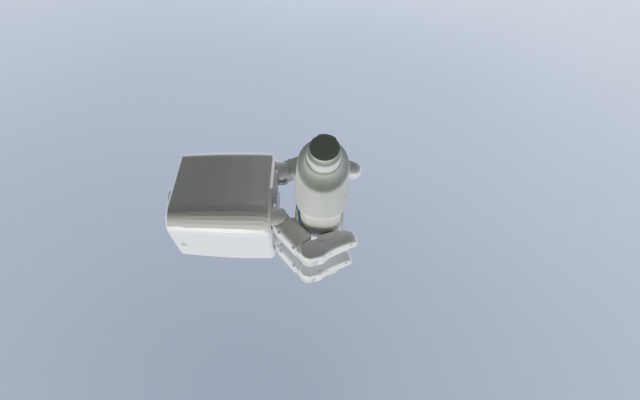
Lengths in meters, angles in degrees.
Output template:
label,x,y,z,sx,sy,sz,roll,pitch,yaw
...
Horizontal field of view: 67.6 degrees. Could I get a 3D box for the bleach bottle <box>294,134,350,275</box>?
label,x,y,z,sx,sy,sz,roll,pitch,yaw
bleach bottle,0.000,0.002,0.533,0.068,0.102,0.251,2,-27,-1
